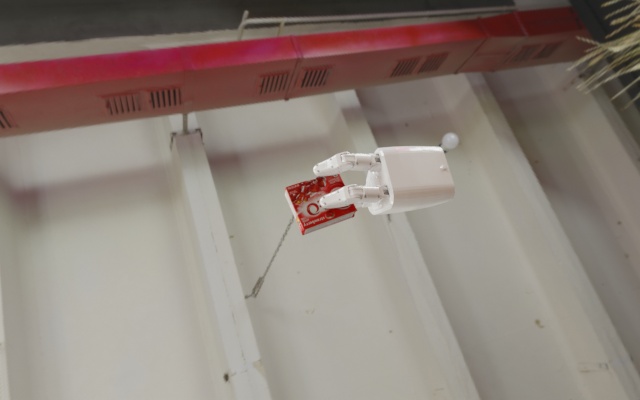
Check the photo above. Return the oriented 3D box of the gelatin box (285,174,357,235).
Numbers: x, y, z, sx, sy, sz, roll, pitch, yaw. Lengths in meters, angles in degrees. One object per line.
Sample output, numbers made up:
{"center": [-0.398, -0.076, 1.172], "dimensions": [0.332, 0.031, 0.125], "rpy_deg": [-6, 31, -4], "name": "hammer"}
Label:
{"center": [0.000, 0.003, 0.717], "dimensions": [0.089, 0.073, 0.030], "rpy_deg": [-19, -20, -15], "name": "gelatin box"}
